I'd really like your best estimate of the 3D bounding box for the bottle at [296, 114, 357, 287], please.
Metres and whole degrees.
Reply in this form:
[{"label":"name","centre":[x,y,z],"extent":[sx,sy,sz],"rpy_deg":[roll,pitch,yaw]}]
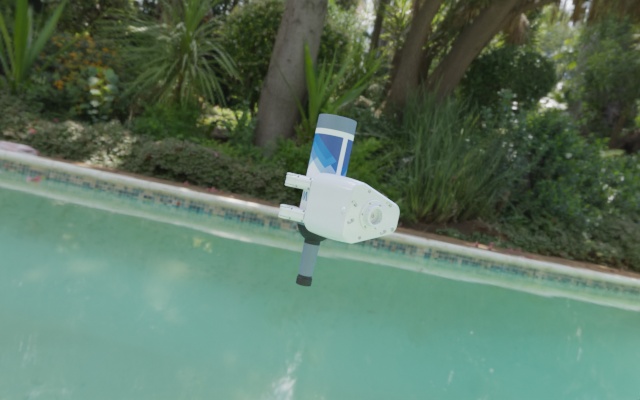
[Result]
[{"label":"bottle","centre":[0.000,0.002,0.828],"extent":[0.069,0.296,0.069],"rpy_deg":[12,2,0]}]
